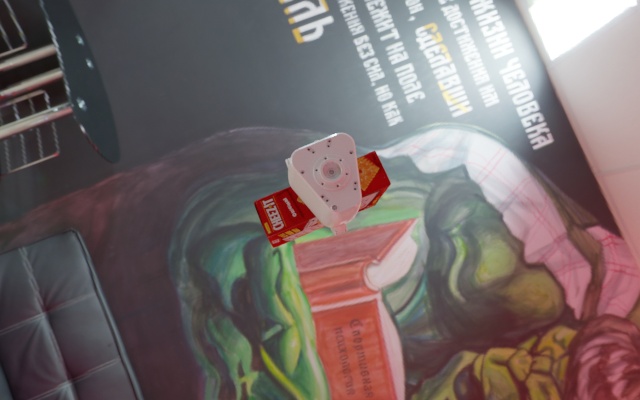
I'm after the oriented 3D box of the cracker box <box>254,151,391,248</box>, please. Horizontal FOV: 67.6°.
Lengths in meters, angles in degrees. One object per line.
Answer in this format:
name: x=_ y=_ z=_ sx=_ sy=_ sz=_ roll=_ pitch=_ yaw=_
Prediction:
cracker box: x=0.000 y=0.003 z=0.825 sx=0.213 sy=0.072 sz=0.164 roll=-22 pitch=-10 yaw=-7
